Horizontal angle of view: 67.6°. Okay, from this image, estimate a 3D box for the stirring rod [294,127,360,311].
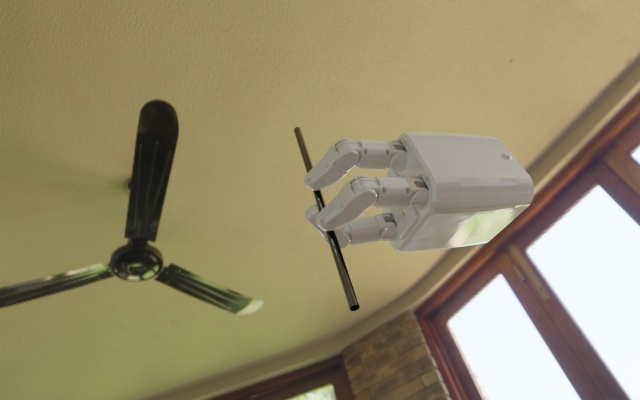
[{"bbox_3d":[0.000,0.002,0.449,0.011,0.011,0.239,0,42,-17],"label":"stirring rod"}]
